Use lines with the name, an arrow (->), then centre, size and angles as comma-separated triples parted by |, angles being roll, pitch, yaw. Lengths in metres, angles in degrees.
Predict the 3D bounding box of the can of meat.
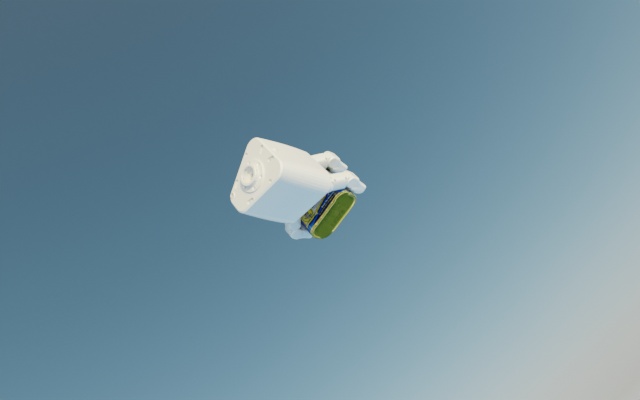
can of meat -> 0.000, 0.003, 0.806 | 0.057, 0.102, 0.084 | 19, 22, -50
